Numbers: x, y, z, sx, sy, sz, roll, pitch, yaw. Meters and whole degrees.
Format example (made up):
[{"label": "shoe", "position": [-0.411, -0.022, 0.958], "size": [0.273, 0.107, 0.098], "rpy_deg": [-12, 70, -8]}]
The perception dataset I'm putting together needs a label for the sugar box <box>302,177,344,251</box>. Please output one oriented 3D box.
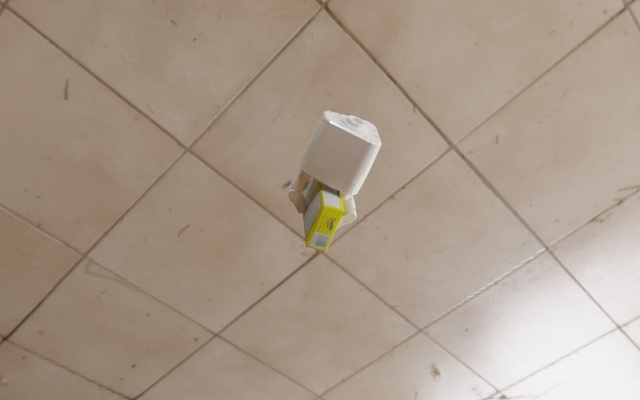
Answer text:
[{"label": "sugar box", "position": [0.001, 0.003, 0.888], "size": [0.048, 0.093, 0.176], "rpy_deg": [17, 30, -13]}]
